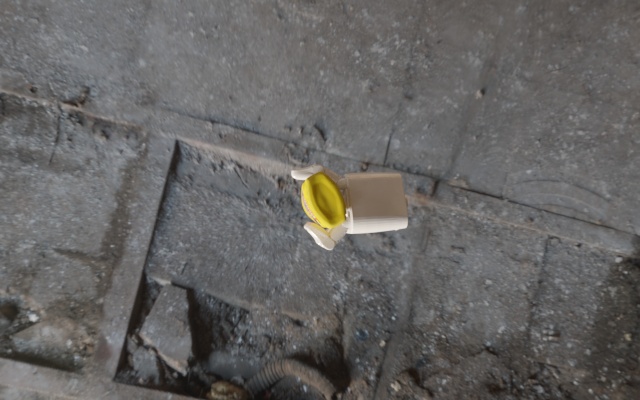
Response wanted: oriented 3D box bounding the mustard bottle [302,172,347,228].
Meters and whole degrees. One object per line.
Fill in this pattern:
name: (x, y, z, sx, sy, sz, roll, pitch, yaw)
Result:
mustard bottle: (0.000, 0.003, 0.888, 0.058, 0.096, 0.191, -28, 1, -7)
